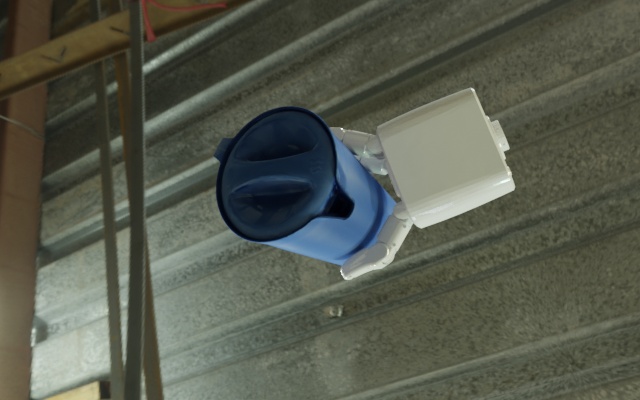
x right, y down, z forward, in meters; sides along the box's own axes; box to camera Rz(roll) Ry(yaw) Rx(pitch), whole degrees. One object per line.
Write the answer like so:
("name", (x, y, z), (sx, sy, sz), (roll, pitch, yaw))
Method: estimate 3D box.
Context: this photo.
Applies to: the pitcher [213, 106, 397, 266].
("pitcher", (0.000, 0.002, 0.541), (0.145, 0.149, 0.243), (-24, -27, 19))
